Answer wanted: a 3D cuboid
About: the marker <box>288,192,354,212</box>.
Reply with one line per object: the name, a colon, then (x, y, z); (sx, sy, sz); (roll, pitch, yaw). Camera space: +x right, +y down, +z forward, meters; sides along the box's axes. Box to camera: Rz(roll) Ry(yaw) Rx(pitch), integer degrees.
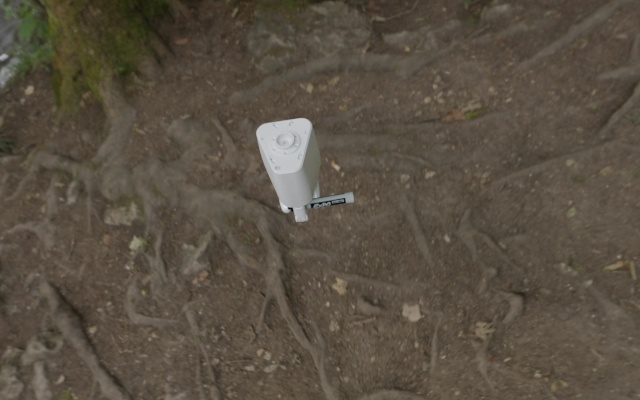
marker: (0.000, 0.003, 0.868); (0.121, 0.020, 0.020); (-9, 0, 2)
